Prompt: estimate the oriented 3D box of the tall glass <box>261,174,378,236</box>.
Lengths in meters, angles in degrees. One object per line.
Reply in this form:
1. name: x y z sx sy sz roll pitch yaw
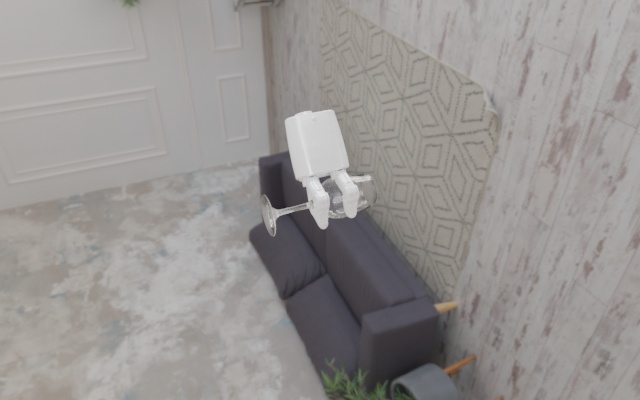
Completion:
1. tall glass: 0.000 0.003 0.855 0.201 0.079 0.079 -14 5 -19
